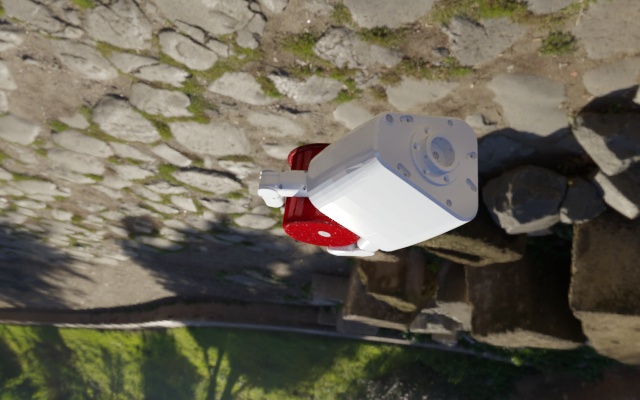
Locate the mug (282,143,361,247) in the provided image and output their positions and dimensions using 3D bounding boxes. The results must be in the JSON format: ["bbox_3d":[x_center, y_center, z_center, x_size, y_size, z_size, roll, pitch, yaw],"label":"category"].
[{"bbox_3d":[-0.001,0.002,0.506,0.093,0.081,0.117,18,-24,-23],"label":"mug"}]
